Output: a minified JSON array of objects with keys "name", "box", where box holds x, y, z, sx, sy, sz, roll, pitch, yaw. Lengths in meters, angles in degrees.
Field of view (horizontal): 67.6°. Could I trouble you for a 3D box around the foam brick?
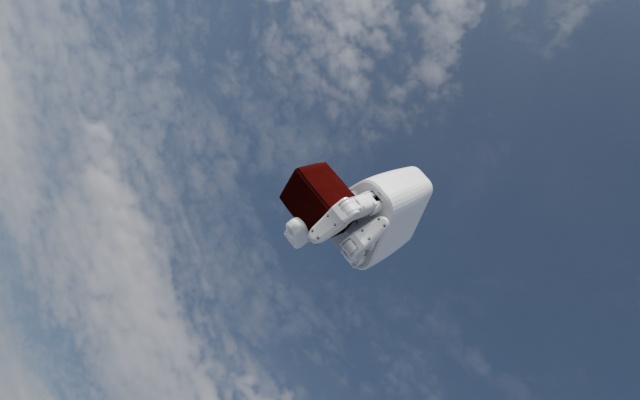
[{"name":"foam brick","box":[0.000,0.002,0.561,0.051,0.078,0.053,-21,-25,-45]}]
